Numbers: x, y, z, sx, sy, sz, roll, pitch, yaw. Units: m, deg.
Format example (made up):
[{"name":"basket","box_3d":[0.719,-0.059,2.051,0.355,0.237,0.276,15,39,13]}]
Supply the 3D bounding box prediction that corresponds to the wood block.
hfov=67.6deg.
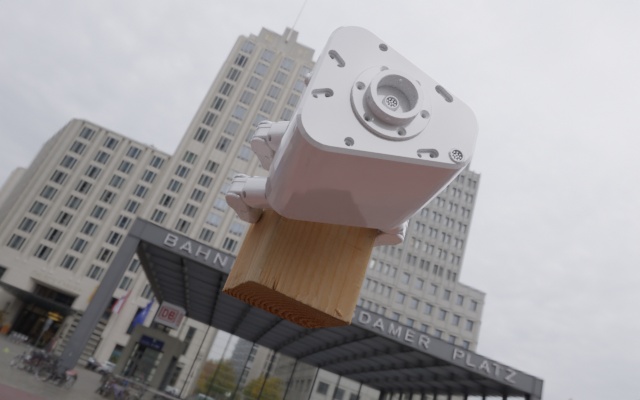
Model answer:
[{"name":"wood block","box_3d":[0.001,0.001,0.438,0.091,0.206,0.090,28,-26,-16]}]
